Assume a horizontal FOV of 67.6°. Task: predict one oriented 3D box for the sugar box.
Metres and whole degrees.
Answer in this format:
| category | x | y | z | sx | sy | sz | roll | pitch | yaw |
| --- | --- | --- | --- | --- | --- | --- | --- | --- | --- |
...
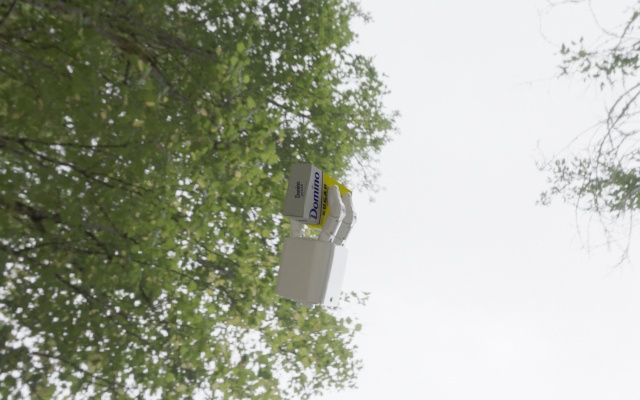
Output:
| category | x | y | z | sx | sy | sz | roll | pitch | yaw |
| --- | --- | --- | --- | --- | --- | --- | --- | --- | --- |
| sugar box | 0.001 | 0.003 | 0.857 | 0.048 | 0.093 | 0.176 | 4 | -11 | 26 |
